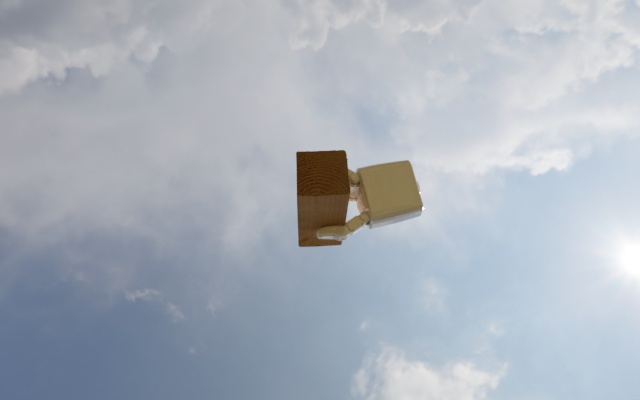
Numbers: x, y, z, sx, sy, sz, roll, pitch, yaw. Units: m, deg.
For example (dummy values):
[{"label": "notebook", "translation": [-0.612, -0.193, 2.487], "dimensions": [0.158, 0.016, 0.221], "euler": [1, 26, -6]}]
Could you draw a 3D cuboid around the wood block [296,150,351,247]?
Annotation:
[{"label": "wood block", "translation": [0.001, 0.003, 0.888], "dimensions": [0.090, 0.090, 0.206], "euler": [-2, -30, -3]}]
